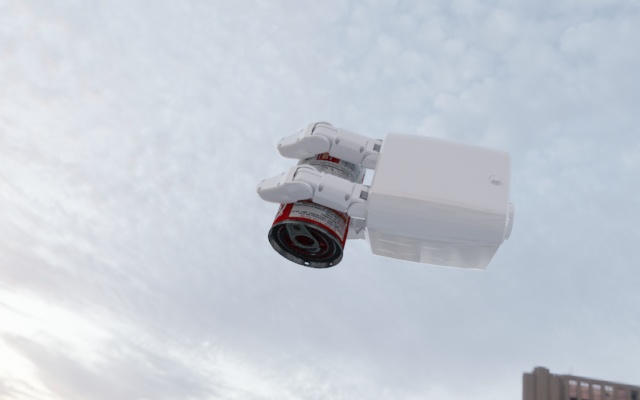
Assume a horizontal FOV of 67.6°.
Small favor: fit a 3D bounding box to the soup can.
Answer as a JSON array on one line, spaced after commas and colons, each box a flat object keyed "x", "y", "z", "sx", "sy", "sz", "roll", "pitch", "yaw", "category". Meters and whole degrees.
[{"x": 0.000, "y": 0.001, "z": 0.440, "sx": 0.068, "sy": 0.102, "sz": 0.069, "roll": 12, "pitch": -37, "yaw": 9, "category": "soup can"}]
